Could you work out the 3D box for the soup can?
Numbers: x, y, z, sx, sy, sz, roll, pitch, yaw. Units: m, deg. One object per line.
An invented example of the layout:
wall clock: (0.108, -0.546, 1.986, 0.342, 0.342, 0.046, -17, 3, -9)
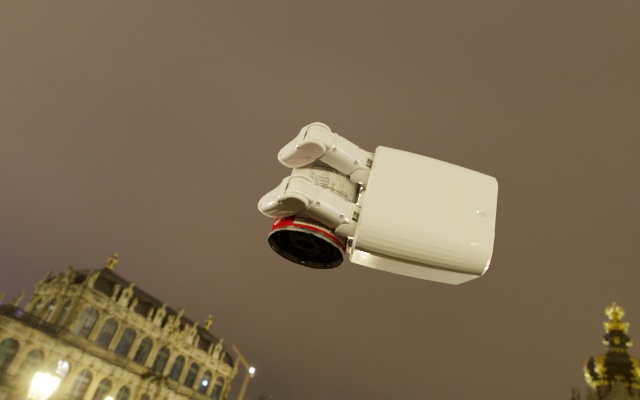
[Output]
soup can: (0.000, 0.001, 0.434, 0.068, 0.102, 0.068, 13, -31, 8)
